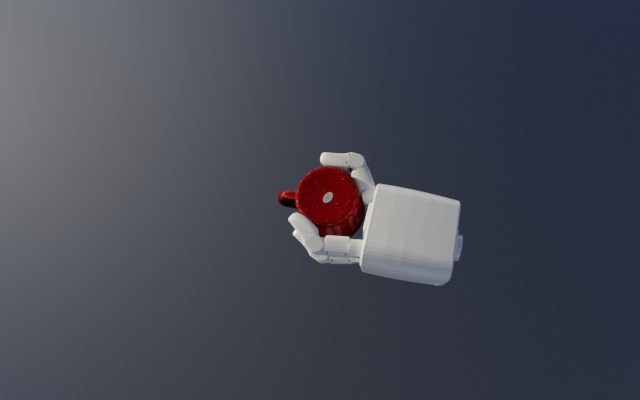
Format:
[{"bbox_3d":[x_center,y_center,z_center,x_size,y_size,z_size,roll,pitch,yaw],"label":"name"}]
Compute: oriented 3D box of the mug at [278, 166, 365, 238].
[{"bbox_3d":[-0.001,0.002,0.636,0.117,0.093,0.081,9,-14,9],"label":"mug"}]
